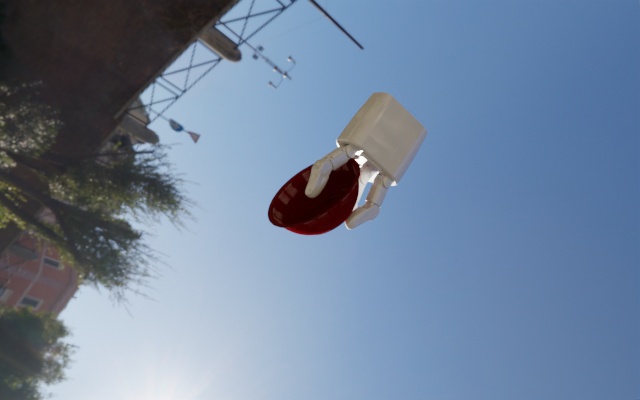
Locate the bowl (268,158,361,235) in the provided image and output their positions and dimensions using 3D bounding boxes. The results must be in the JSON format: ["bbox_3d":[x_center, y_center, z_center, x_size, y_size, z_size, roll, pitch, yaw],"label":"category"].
[{"bbox_3d":[-0.001,0.004,0.740,0.162,0.055,0.162,-24,30,15],"label":"bowl"}]
